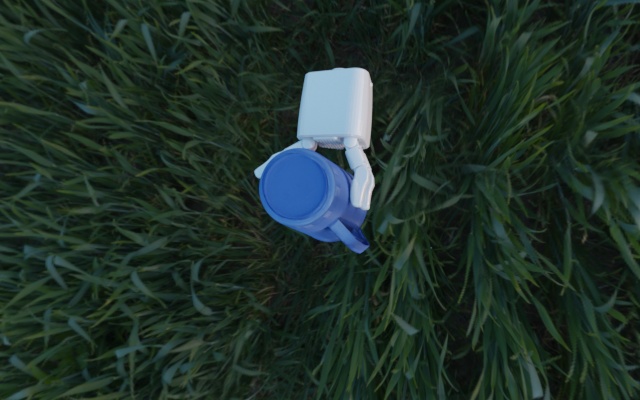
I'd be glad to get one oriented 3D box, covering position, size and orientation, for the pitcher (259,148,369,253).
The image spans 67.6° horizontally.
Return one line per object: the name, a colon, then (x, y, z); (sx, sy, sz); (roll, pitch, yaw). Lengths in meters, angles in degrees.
pitcher: (0.000, 0.002, 0.748); (0.149, 0.145, 0.243); (6, -5, 14)
